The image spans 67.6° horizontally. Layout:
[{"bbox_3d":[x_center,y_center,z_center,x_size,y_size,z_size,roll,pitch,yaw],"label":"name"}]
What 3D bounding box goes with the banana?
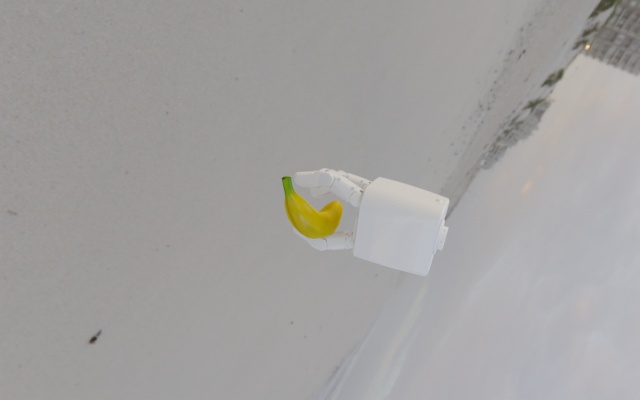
[{"bbox_3d":[-0.004,0.020,0.663,0.037,0.069,0.198,5,-8,20],"label":"banana"}]
